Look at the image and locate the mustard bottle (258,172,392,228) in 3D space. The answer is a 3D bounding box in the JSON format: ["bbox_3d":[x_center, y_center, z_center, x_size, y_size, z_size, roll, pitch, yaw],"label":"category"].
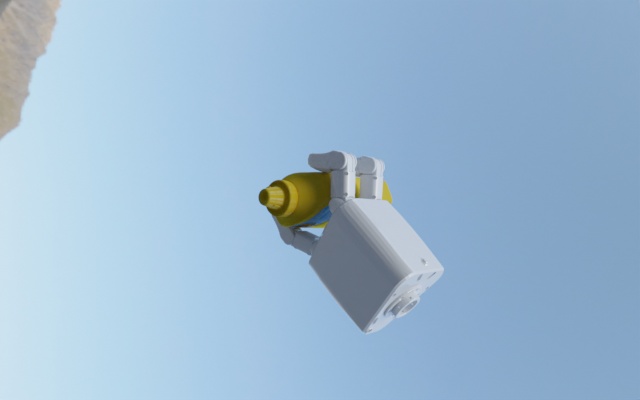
[{"bbox_3d":[0.000,0.002,0.580,0.096,0.058,0.191,-28,-19,35],"label":"mustard bottle"}]
